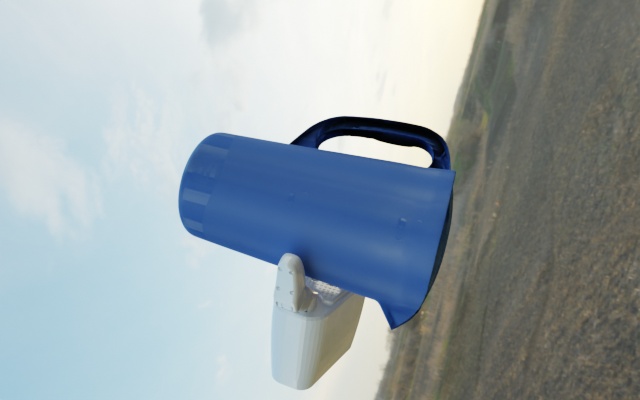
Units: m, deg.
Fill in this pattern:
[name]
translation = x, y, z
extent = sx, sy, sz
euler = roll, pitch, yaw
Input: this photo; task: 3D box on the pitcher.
[pitcher]
translation = 0.000, 0.002, 0.453
extent = 0.243, 0.145, 0.149
euler = 15, 31, 14
